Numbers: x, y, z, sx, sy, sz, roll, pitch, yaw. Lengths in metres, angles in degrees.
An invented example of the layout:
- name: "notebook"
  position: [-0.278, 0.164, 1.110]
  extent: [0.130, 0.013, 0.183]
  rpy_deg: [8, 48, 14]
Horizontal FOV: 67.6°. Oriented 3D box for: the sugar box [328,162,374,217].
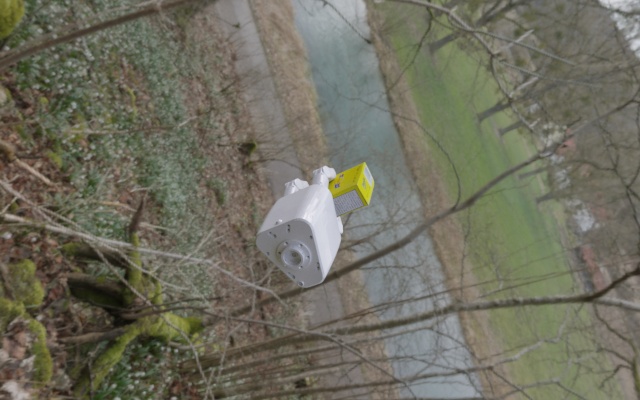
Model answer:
- name: "sugar box"
  position: [0.000, 0.002, 0.798]
  extent: [0.176, 0.048, 0.093]
  rpy_deg: [-21, 20, 22]
